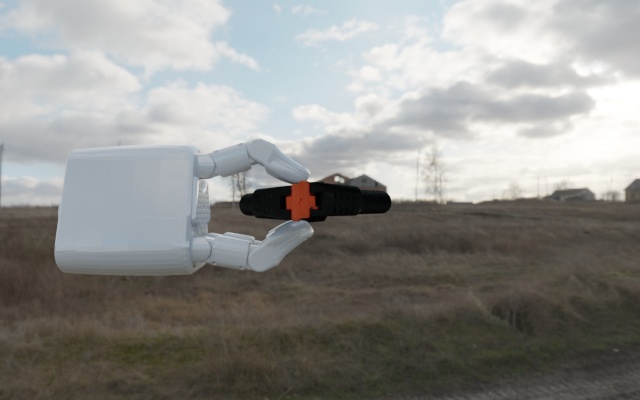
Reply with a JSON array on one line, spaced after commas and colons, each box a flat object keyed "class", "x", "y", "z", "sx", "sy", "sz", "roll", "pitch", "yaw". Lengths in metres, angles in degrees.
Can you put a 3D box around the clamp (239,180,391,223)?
[{"class": "clamp", "x": 0.000, "y": 0.001, "z": 0.437, "sx": 0.164, "sy": 0.036, "sz": 0.210, "roll": -2, "pitch": -1, "yaw": -4}]
